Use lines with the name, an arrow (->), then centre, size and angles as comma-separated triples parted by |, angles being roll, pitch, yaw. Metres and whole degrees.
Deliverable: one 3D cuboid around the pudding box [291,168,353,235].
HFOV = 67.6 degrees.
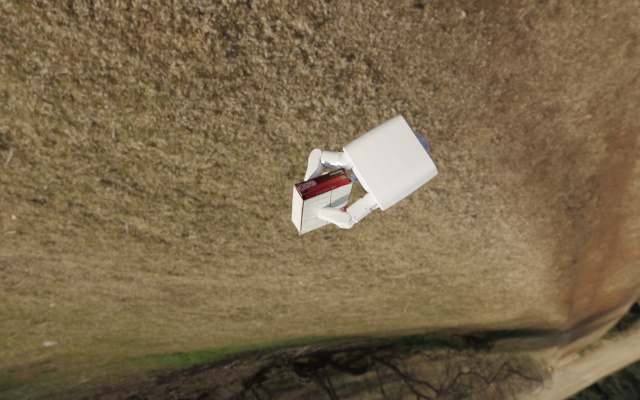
pudding box -> 0.000, 0.003, 0.788 | 0.090, 0.039, 0.114 | -19, -31, -18
